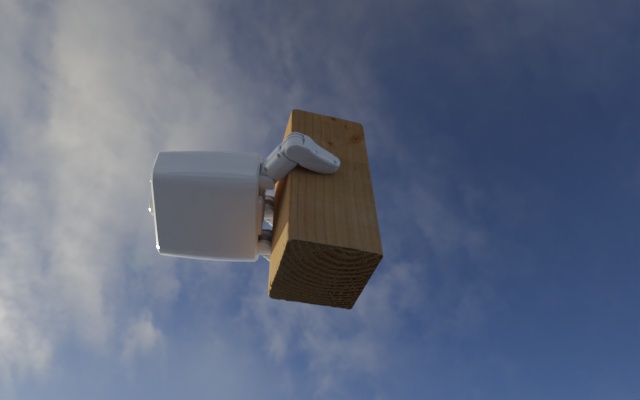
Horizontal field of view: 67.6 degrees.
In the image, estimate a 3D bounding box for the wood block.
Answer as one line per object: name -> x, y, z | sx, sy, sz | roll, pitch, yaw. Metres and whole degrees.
wood block -> 0.000, 0.001, 0.518 | 0.090, 0.091, 0.206 | 11, 42, -12
